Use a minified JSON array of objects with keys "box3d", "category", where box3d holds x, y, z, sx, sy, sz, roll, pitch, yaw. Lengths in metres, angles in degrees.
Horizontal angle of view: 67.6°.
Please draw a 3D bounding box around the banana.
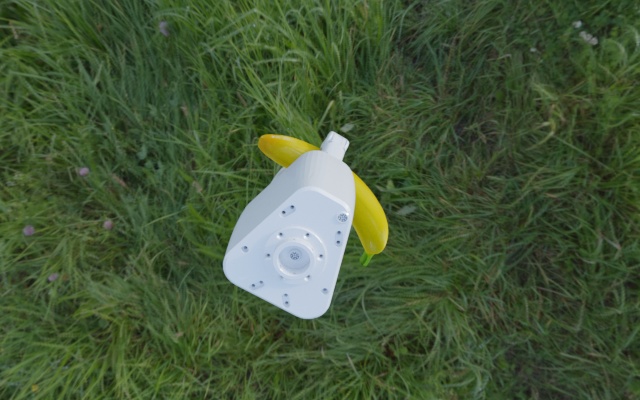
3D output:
[{"box3d":[0.017,-0.005,0.516,0.070,0.198,0.037,-31,20,23],"category":"banana"}]
